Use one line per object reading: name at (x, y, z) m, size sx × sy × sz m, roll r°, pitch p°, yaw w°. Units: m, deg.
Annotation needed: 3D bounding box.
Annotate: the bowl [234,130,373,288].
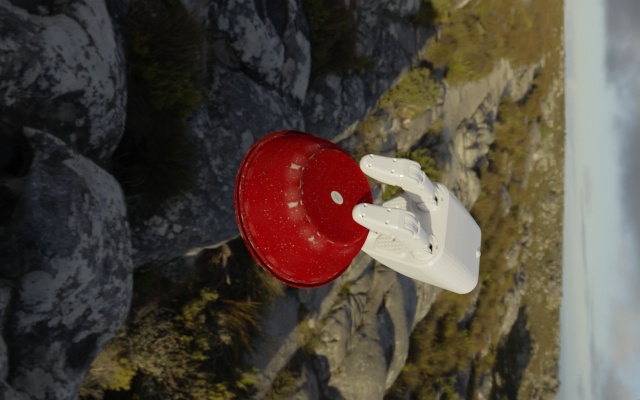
bowl at (-0.001, 0.001, 0.460) m, size 0.162 × 0.162 × 0.055 m, roll 0°, pitch -12°, yaw -41°
